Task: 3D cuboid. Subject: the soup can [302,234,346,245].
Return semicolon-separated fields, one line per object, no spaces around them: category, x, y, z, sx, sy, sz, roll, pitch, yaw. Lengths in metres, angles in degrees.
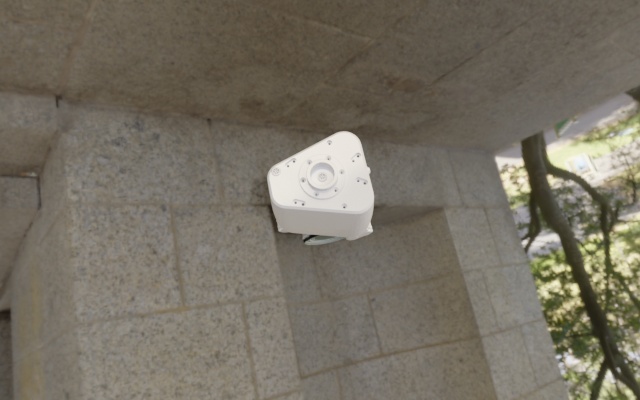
soup can;0.000;0.003;0.641;0.068;0.102;0.068;-12;-15;-3
